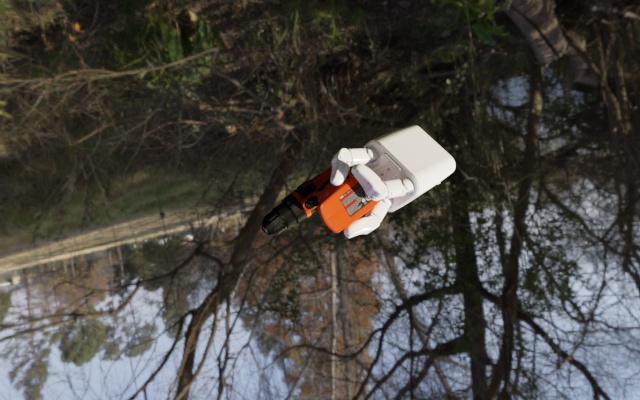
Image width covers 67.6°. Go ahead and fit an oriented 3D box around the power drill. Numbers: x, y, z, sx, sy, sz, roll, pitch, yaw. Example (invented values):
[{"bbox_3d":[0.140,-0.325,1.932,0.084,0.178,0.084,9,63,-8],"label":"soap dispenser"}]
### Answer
[{"bbox_3d":[0.001,0.002,0.767,0.184,0.057,0.187,-38,18,-15],"label":"power drill"}]
